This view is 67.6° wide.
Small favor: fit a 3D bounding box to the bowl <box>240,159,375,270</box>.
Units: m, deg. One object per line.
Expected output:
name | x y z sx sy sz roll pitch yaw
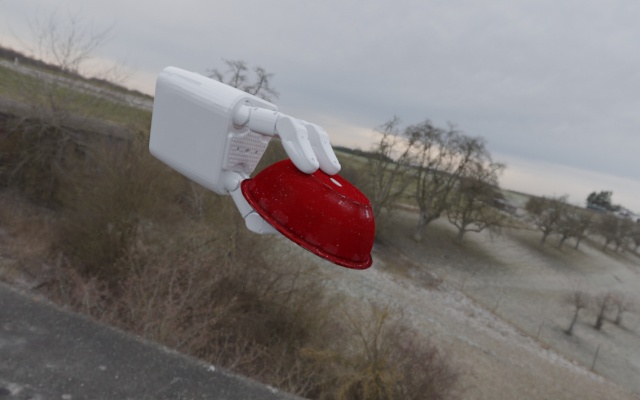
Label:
bowl | 0.001 0.002 0.497 0.162 0.055 0.162 31 13 -8
